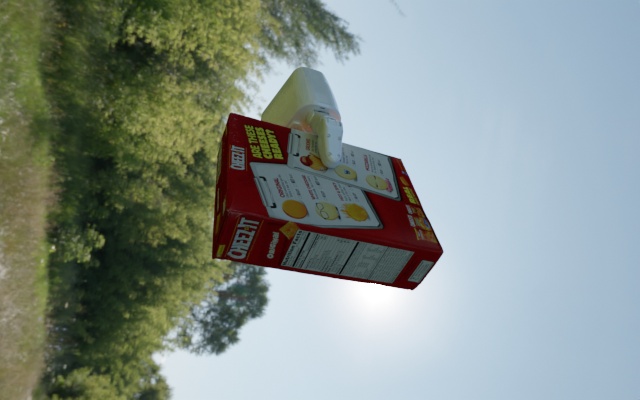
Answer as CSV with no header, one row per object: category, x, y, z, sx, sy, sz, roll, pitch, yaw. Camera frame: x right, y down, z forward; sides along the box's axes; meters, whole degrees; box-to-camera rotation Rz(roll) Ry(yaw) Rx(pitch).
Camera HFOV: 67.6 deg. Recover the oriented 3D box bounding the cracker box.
cracker box,0.000,0.002,0.501,0.214,0.072,0.164,12,36,-19
